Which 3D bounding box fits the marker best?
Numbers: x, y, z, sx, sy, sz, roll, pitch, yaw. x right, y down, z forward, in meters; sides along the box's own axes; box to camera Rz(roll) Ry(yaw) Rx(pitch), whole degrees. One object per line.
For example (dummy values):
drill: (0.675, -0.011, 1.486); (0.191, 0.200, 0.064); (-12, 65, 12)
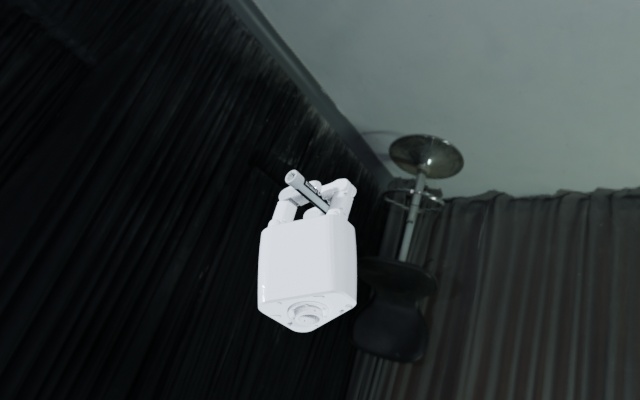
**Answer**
marker: (0.000, 0.002, 0.608); (0.020, 0.020, 0.121); (0, -31, 43)
